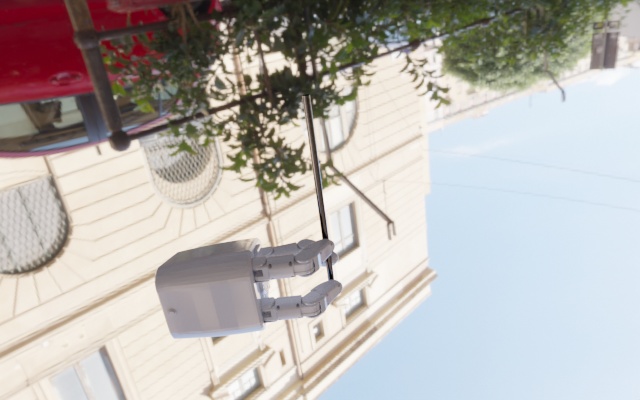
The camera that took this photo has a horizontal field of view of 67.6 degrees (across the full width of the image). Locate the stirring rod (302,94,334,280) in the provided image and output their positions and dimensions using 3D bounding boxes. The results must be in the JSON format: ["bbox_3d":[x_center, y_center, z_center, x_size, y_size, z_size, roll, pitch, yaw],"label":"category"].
[{"bbox_3d":[0.000,0.002,0.535,0.011,0.240,0.011,-7,24,3],"label":"stirring rod"}]
